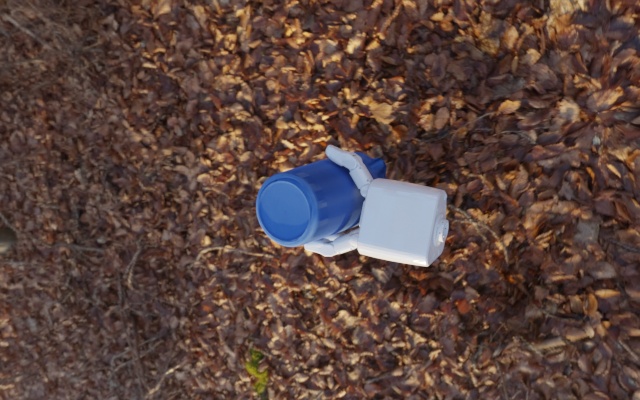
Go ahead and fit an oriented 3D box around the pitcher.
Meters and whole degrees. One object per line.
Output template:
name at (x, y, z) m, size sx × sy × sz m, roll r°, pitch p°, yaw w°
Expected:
pitcher at (0.000, 0.003, 0.776) m, size 0.145 × 0.149 × 0.243 m, roll 12°, pitch 15°, yaw 27°
